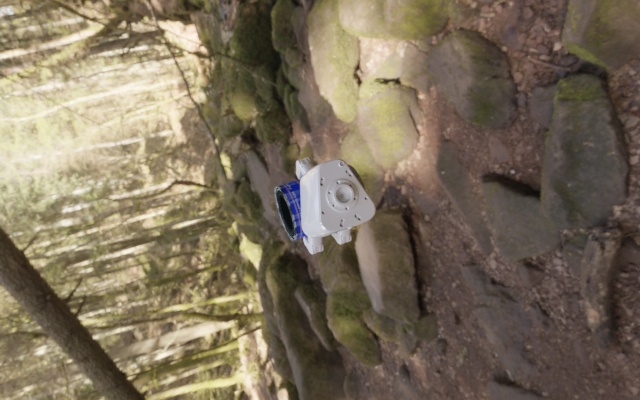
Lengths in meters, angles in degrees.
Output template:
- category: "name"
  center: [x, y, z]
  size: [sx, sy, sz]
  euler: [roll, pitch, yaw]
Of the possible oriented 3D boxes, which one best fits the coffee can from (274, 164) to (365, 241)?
- category: "coffee can"
  center: [0.000, 0.003, 0.863]
  size: [0.140, 0.103, 0.103]
  euler: [-18, 5, -16]
